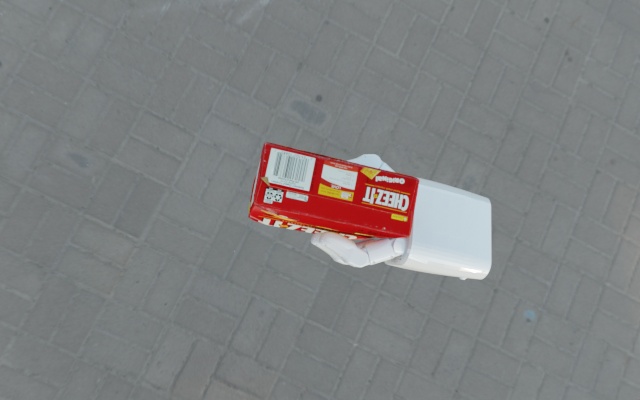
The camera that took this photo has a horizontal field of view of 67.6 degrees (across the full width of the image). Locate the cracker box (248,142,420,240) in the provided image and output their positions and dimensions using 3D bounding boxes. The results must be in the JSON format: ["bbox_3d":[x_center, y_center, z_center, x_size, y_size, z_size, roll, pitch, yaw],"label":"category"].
[{"bbox_3d":[0.000,0.002,0.572,0.164,0.072,0.214,12,-8,-9],"label":"cracker box"}]
